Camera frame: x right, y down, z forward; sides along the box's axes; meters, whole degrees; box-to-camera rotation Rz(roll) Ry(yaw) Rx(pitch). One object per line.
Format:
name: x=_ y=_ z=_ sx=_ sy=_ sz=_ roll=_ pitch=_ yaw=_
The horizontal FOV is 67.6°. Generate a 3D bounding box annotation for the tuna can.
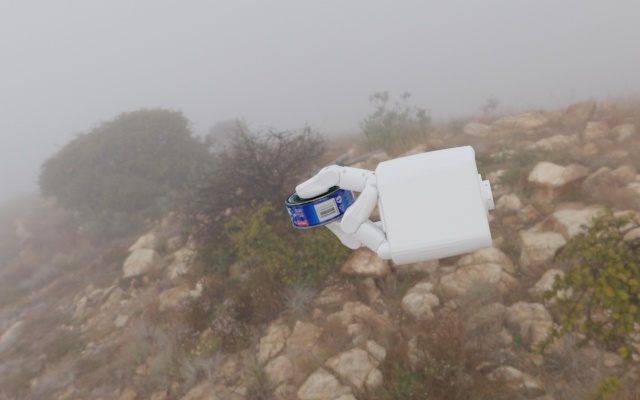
tuna can: x=0.000 y=0.001 z=0.597 sx=0.086 sy=0.034 sz=0.086 roll=-19 pitch=16 yaw=6
